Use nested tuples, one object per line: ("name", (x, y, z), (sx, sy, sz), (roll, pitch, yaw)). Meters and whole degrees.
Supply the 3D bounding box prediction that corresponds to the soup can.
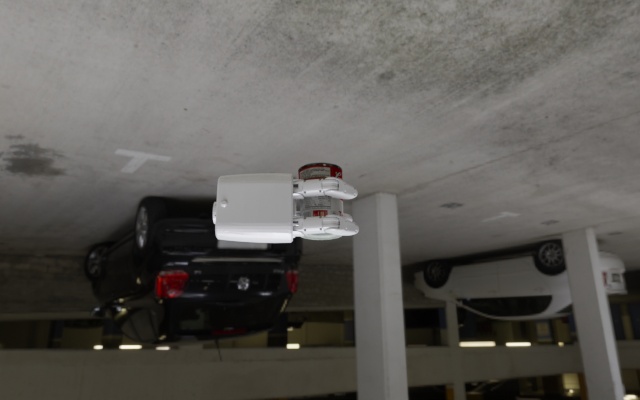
("soup can", (0.001, 0.003, 0.715), (0.068, 0.102, 0.068), (0, -17, 0))
